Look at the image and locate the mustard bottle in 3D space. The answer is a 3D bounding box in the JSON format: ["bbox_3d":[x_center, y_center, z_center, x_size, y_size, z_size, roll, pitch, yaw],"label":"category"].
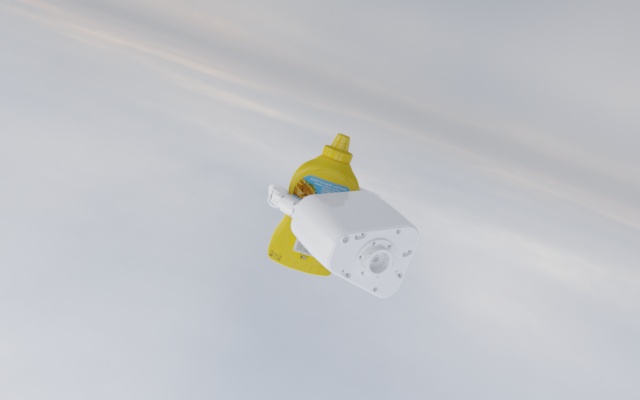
[{"bbox_3d":[0.000,0.002,0.649,0.096,0.192,0.058,18,13,-4],"label":"mustard bottle"}]
